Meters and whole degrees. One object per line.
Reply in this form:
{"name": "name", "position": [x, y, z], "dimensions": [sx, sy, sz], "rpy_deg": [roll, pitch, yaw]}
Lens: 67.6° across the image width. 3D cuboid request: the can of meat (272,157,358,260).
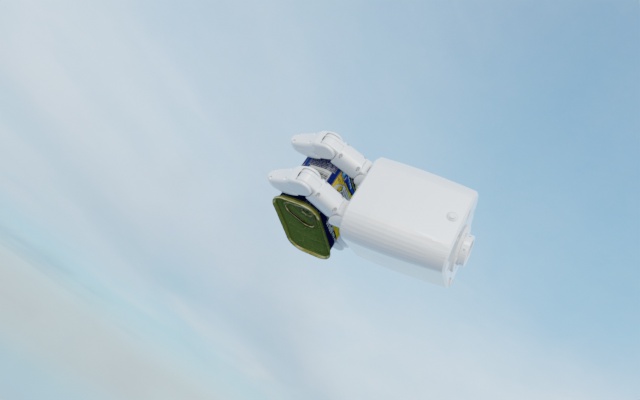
{"name": "can of meat", "position": [0.000, 0.002, 0.533], "dimensions": [0.057, 0.084, 0.102], "rpy_deg": [19, -31, 26]}
